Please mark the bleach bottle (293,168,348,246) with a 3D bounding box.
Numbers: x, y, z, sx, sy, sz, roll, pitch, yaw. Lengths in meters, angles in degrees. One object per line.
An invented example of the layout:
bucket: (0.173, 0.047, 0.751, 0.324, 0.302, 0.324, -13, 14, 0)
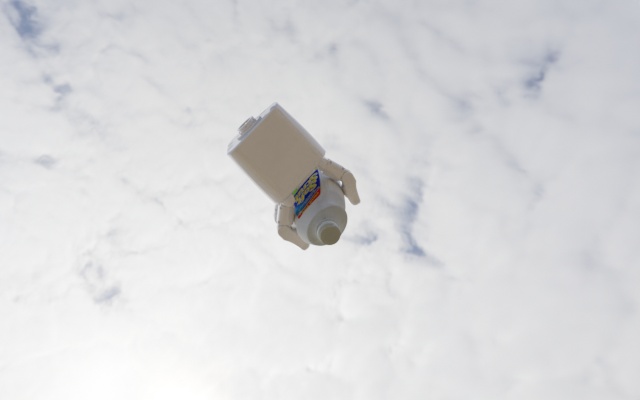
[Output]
bleach bottle: (0.000, 0.003, 0.749, 0.102, 0.068, 0.250, -42, 19, 6)
